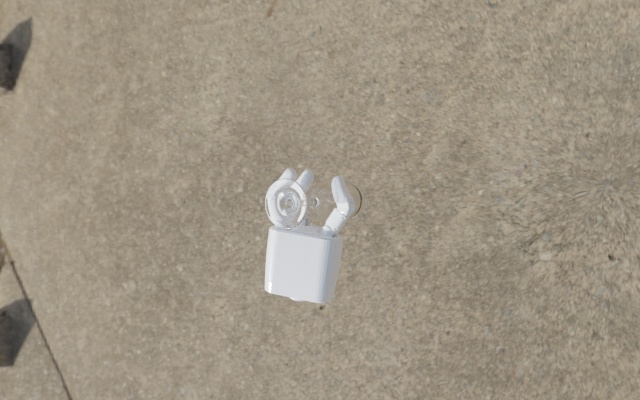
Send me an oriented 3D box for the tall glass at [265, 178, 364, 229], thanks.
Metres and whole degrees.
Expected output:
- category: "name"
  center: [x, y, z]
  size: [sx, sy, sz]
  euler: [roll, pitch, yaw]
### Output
- category: "tall glass"
  center: [0.000, 0.002, 0.775]
  size: [0.079, 0.079, 0.201]
  euler: [0, 2, 31]
